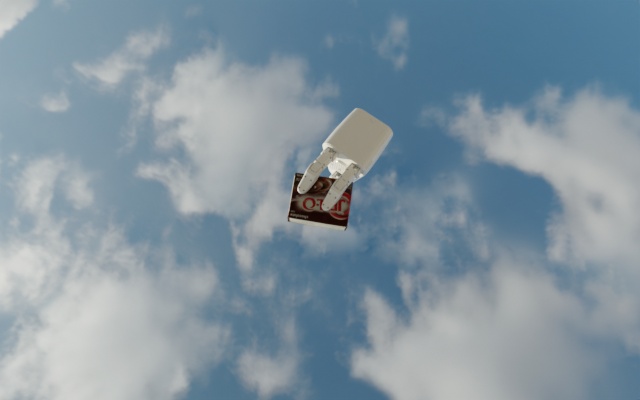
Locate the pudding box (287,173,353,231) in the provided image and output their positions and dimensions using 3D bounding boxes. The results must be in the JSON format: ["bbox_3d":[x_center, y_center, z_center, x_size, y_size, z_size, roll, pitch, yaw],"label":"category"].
[{"bbox_3d":[0.000,0.003,0.890,0.113,0.090,0.039,8,-19,0],"label":"pudding box"}]
